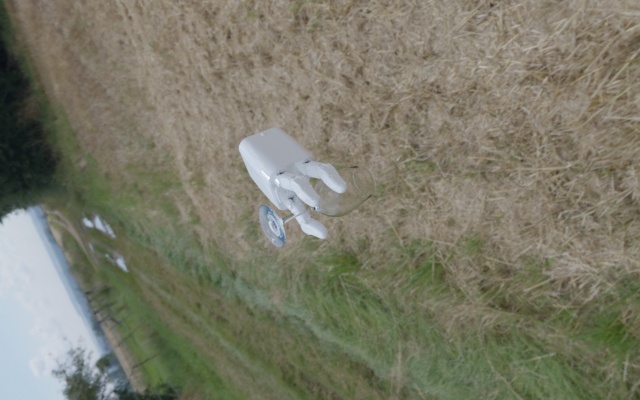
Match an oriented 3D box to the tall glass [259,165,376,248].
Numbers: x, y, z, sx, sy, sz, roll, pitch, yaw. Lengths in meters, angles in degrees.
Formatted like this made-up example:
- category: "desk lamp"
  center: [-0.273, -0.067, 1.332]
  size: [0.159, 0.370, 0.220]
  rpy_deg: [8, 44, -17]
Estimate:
- category: "tall glass"
  center: [0.000, 0.003, 0.803]
  size: [0.201, 0.079, 0.079]
  rpy_deg: [-26, 13, -29]
